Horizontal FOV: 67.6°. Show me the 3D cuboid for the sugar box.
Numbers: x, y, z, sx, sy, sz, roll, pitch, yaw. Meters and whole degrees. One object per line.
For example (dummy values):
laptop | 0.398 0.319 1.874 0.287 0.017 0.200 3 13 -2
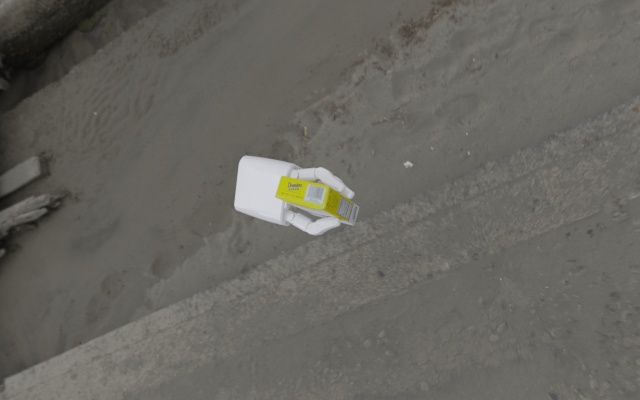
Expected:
sugar box | 0.000 0.002 0.856 0.093 0.048 0.176 14 -4 22
